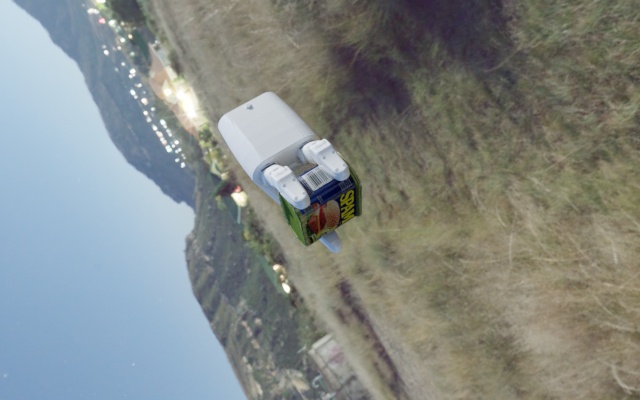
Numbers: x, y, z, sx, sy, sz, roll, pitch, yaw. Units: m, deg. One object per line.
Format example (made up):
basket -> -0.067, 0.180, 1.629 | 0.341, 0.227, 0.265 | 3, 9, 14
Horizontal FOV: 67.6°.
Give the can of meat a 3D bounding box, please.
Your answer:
can of meat -> 0.000, 0.002, 0.578 | 0.084, 0.057, 0.102 | -32, -28, -13
